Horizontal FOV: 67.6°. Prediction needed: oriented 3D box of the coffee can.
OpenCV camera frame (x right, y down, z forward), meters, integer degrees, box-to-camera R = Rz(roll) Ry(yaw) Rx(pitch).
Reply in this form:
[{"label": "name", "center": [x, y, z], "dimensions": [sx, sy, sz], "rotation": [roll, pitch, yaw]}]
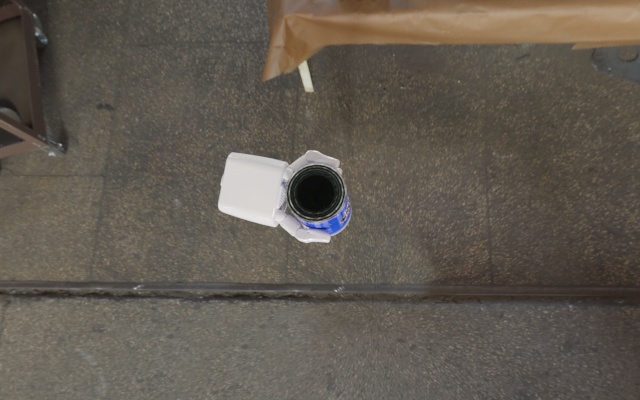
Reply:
[{"label": "coffee can", "center": [0.000, 0.003, 0.849], "dimensions": [0.103, 0.102, 0.140], "rotation": [0, -14, 7]}]
